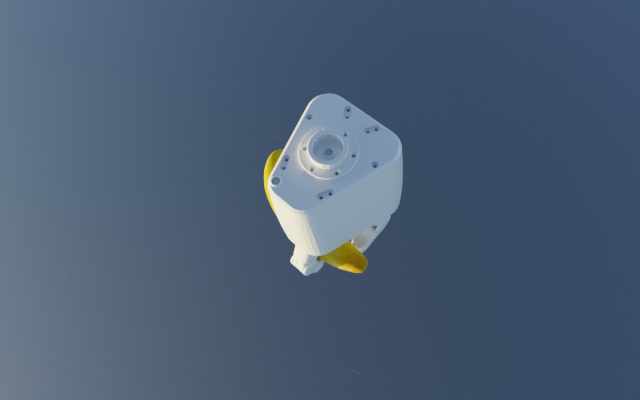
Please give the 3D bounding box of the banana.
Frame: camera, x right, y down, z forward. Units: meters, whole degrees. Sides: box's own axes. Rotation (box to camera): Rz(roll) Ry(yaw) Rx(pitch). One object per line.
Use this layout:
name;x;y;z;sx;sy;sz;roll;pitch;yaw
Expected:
banana;-0.018;0.006;0.543;0.069;0.197;0.037;-21;-30;-12
